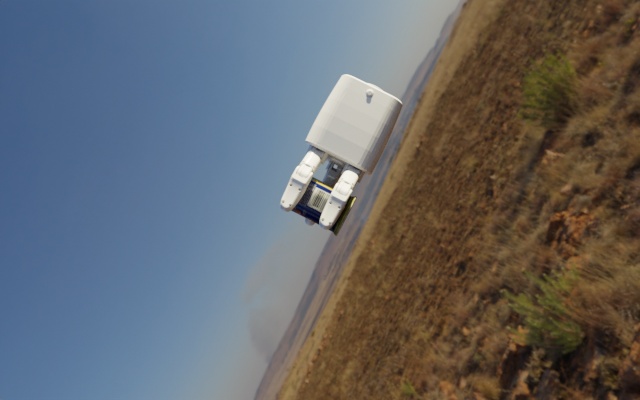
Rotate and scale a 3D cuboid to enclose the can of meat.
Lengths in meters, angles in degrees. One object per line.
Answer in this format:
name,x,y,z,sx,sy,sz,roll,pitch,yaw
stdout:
can of meat,0.000,0.002,0.660,0.084,0.057,0.102,27,3,4
